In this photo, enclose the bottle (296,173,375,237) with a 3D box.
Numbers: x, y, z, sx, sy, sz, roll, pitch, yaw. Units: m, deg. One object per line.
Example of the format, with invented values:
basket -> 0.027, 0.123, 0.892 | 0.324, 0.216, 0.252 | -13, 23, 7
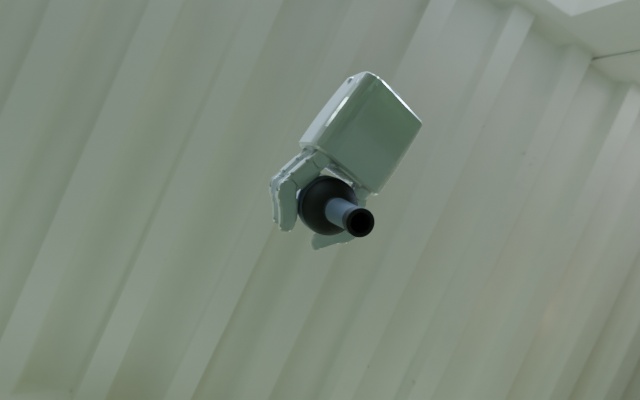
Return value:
bottle -> 0.000, 0.002, 0.573 | 0.069, 0.069, 0.295 | 0, 7, -14
